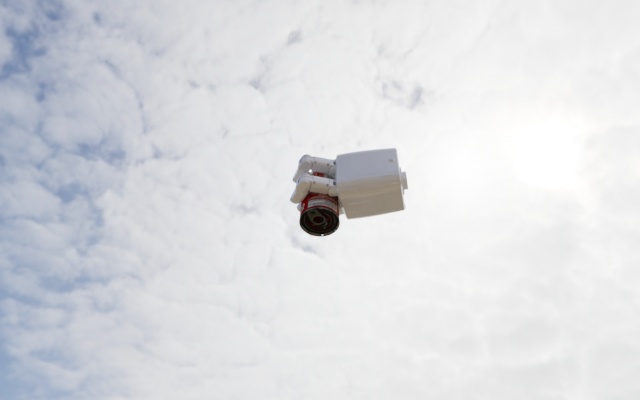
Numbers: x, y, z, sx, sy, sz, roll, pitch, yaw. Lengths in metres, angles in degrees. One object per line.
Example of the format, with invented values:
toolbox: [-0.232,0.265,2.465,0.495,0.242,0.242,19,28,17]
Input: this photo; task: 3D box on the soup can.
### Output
soup can: [0.000,0.003,0.826,0.068,0.069,0.102,0,43,3]
